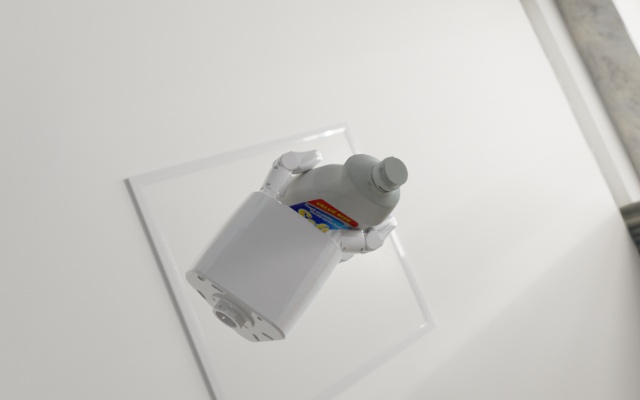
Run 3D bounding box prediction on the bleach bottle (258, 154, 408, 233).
[{"bbox_3d":[0.000,0.002,0.543,0.102,0.068,0.251,44,-34,-12],"label":"bleach bottle"}]
